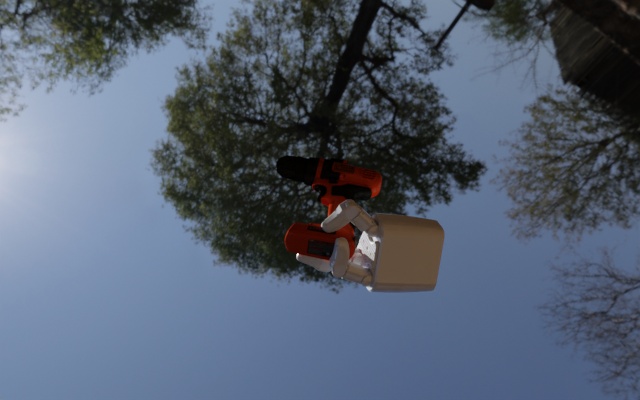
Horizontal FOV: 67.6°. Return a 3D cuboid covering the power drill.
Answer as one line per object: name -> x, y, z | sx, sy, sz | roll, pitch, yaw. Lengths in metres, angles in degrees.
power drill -> 0.000, 0.003, 0.770 | 0.184, 0.187, 0.057 | 10, -42, 5
